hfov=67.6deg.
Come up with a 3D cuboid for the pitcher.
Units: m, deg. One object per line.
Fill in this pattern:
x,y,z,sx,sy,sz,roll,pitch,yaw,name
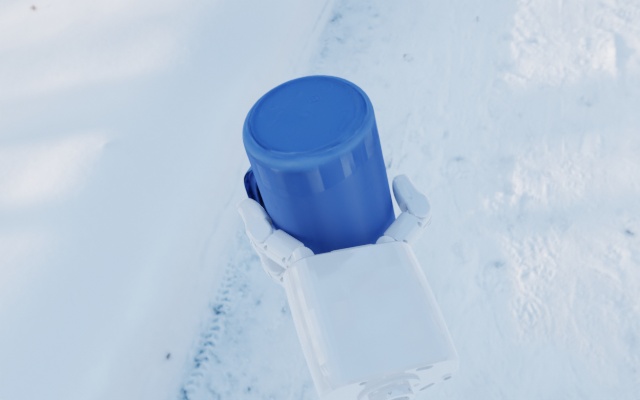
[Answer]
0.000,0.002,0.471,0.149,0.145,0.243,-19,-39,-1,pitcher
